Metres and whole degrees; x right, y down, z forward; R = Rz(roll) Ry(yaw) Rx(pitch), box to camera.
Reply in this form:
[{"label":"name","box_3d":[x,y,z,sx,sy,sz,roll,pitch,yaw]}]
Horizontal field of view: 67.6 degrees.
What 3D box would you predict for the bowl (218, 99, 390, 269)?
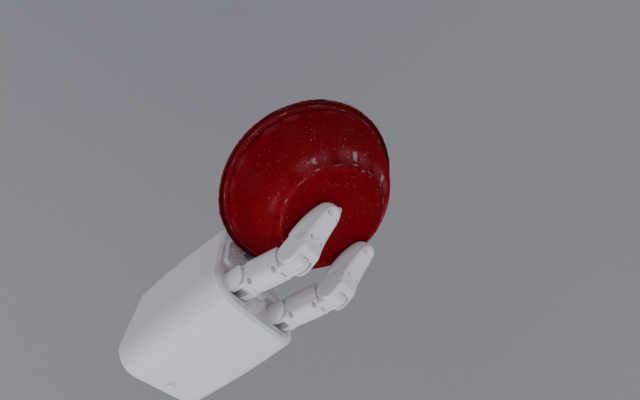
[{"label":"bowl","box_3d":[0.001,0.000,0.401,0.162,0.162,0.055,0,26,-26]}]
